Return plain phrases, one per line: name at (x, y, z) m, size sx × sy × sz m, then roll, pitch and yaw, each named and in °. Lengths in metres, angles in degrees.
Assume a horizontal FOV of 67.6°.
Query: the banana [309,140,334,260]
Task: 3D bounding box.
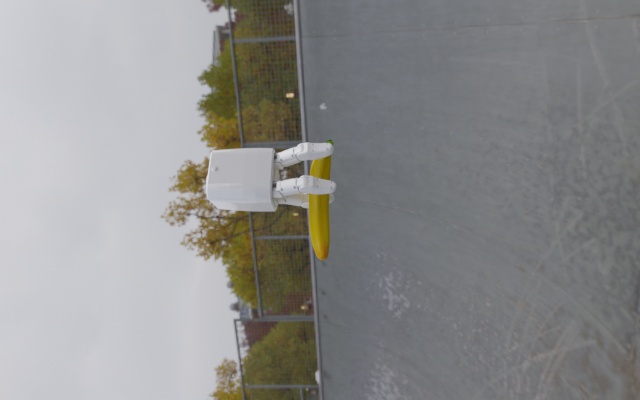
banana at (-0.001, 0.001, 0.809) m, size 0.037 × 0.198 × 0.069 m, roll 2°, pitch -4°, yaw -4°
